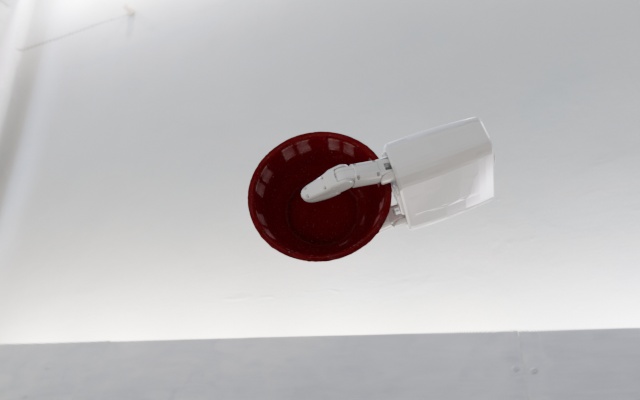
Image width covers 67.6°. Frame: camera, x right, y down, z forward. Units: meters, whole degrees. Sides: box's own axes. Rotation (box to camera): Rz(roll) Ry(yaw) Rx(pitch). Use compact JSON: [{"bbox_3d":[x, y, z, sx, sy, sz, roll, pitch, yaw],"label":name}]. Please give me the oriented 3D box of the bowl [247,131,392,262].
[{"bbox_3d":[-0.001,0.002,0.555,0.162,0.162,0.055,0,-25,5],"label":"bowl"}]
